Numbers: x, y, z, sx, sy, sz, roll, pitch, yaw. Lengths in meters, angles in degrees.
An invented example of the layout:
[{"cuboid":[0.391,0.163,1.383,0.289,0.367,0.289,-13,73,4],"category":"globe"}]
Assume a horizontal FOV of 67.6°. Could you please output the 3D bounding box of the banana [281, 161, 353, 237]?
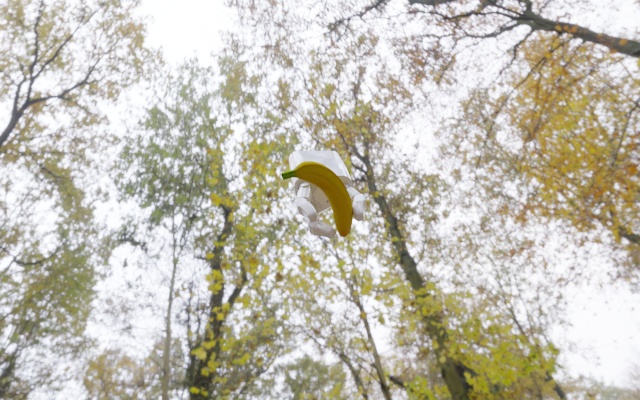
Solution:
[{"cuboid":[0.013,-0.010,0.830,0.069,0.037,0.198,-35,-52,11],"category":"banana"}]
